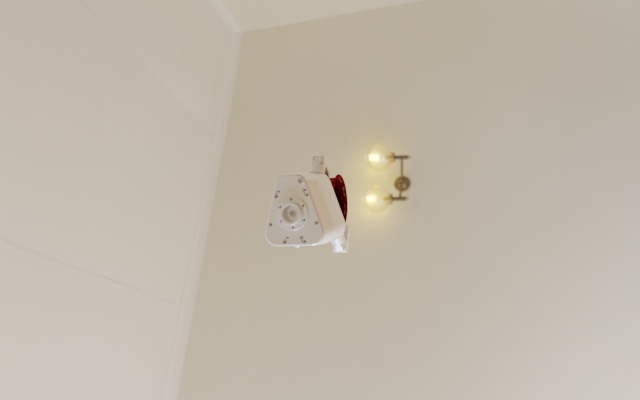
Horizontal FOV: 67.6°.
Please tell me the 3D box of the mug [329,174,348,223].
[{"bbox_3d":[0.000,0.003,0.842,0.081,0.093,0.117,-3,2,17],"label":"mug"}]
